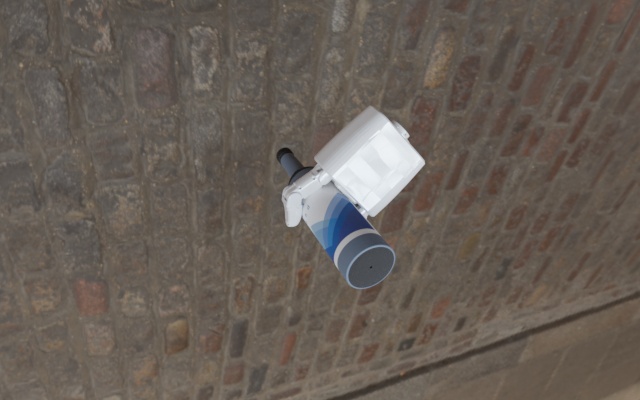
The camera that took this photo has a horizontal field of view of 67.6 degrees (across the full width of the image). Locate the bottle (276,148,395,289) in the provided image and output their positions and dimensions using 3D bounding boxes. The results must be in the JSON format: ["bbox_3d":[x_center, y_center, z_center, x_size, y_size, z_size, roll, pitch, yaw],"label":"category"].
[{"bbox_3d":[0.000,0.002,0.673,0.069,0.069,0.295,0,32,-29],"label":"bottle"}]
